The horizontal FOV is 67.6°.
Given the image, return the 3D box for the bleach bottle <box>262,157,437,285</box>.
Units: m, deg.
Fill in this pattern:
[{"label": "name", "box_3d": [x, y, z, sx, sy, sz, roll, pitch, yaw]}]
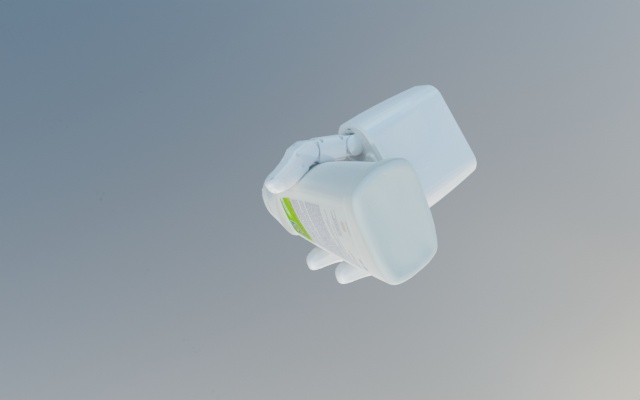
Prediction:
[{"label": "bleach bottle", "box_3d": [0.000, 0.002, 0.475, 0.068, 0.103, 0.251, -33, 23, -22]}]
